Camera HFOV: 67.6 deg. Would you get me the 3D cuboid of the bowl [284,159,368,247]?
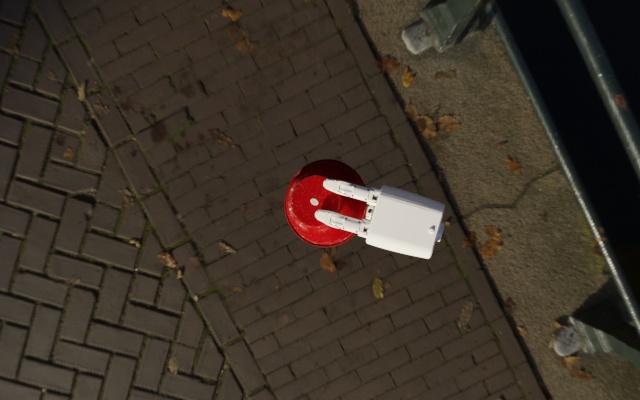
[{"bbox_3d":[-0.001,0.003,0.849,0.162,0.162,0.055,0,-4,20],"label":"bowl"}]
